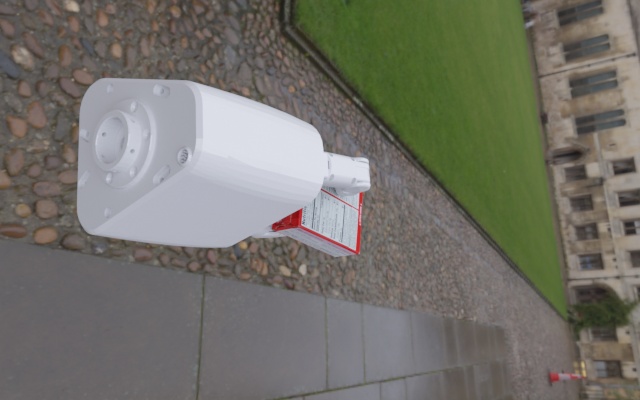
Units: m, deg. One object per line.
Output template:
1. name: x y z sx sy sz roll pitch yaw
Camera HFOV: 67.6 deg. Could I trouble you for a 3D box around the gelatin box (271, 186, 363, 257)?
1. gelatin box: 0.001 0.001 0.401 0.030 0.073 0.089 -11 -26 36
